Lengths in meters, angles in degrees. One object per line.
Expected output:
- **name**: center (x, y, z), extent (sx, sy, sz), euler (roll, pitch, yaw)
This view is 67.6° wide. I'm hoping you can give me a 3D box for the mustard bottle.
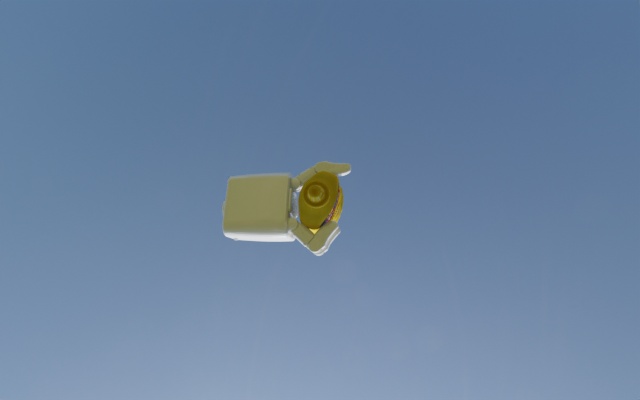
- **mustard bottle**: center (0.000, 0.003, 0.780), extent (0.058, 0.096, 0.192), euler (23, -7, 9)
